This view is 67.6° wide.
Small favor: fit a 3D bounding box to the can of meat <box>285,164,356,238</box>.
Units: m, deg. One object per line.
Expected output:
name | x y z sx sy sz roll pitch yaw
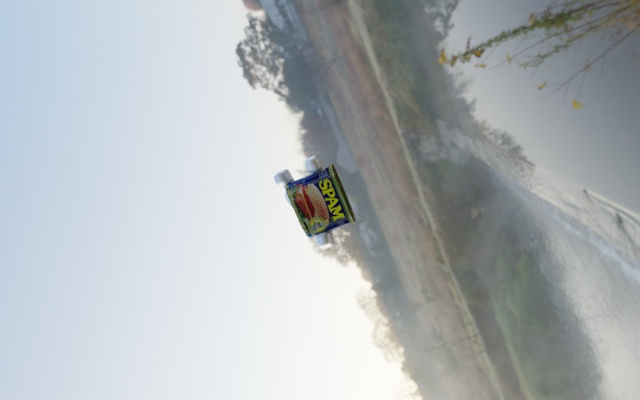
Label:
can of meat | 0.000 0.003 0.788 0.084 0.102 0.057 -21 9 9
